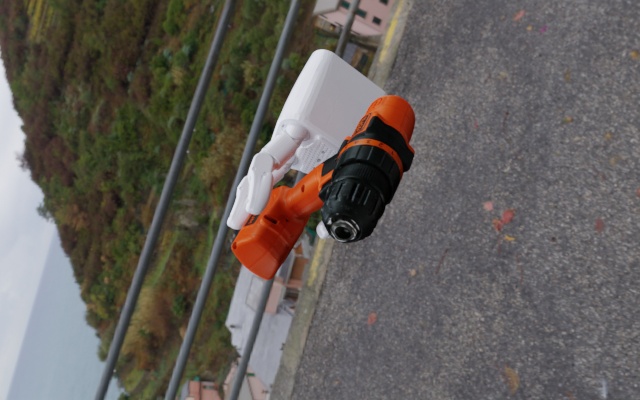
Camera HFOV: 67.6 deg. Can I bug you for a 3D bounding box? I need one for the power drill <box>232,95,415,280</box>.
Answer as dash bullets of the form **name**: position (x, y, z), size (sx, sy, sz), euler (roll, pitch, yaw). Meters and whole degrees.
- **power drill**: position (0.000, 0.001, 0.426), size (0.188, 0.057, 0.184), euler (-35, 15, 37)
